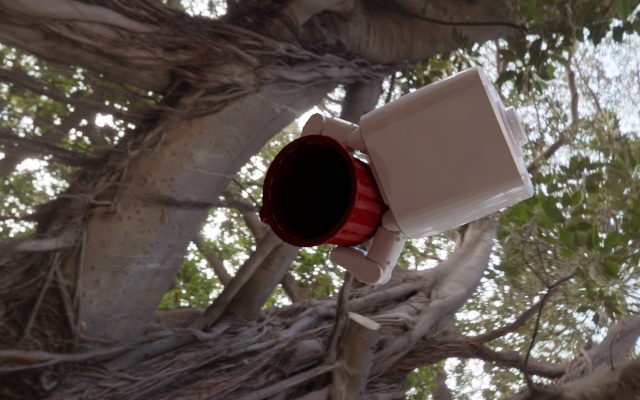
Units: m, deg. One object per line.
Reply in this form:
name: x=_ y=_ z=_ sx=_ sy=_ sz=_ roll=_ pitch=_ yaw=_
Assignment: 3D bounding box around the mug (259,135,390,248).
mug: x=-0.001 y=0.002 z=0.425 sx=0.117 sy=0.093 sz=0.081 roll=-22 pitch=-19 yaw=27
